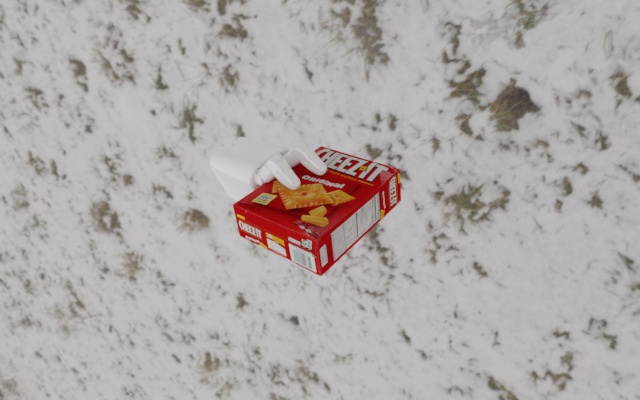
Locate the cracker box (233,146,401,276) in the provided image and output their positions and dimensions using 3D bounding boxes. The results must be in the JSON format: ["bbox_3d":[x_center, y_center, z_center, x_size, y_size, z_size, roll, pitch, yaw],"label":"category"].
[{"bbox_3d":[0.000,0.003,0.738,0.164,0.072,0.213,21,43,33],"label":"cracker box"}]
